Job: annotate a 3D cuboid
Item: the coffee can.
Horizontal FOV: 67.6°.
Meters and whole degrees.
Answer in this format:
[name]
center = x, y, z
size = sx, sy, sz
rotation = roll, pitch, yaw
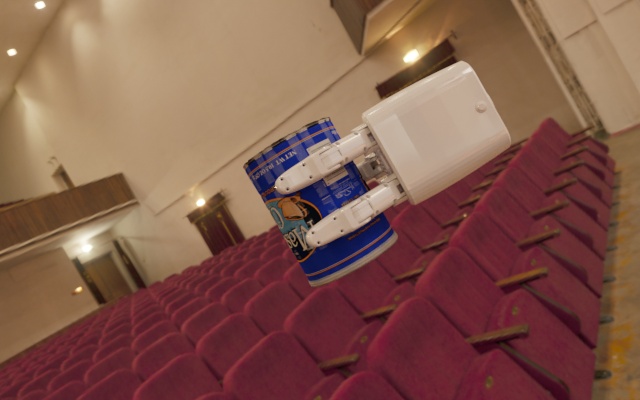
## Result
[coffee can]
center = 0.000, 0.002, 0.488
size = 0.103, 0.140, 0.103
rotation = -30, 1, 1
